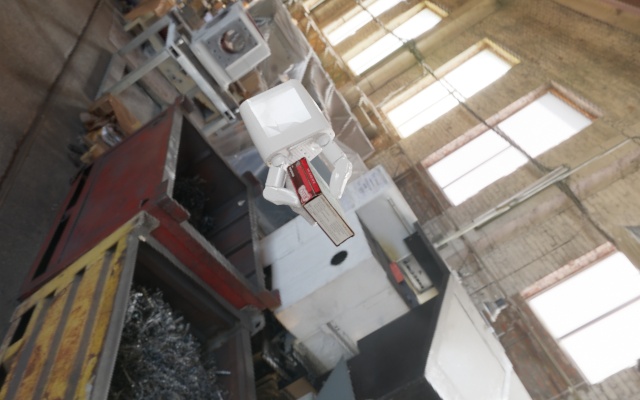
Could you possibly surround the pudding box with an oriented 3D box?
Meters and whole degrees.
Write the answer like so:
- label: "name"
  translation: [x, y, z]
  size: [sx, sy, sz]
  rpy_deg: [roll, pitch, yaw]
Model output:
- label: "pudding box"
  translation: [0.000, 0.002, 0.701]
  size: [0.039, 0.090, 0.113]
  rpy_deg: [-33, -47, 9]
